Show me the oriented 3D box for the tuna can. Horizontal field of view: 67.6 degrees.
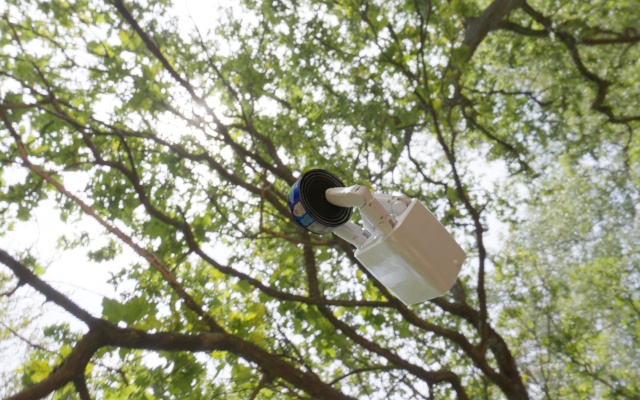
[{"bbox_3d":[0.000,0.002,0.642,0.086,0.086,0.034,0,-27,-38],"label":"tuna can"}]
